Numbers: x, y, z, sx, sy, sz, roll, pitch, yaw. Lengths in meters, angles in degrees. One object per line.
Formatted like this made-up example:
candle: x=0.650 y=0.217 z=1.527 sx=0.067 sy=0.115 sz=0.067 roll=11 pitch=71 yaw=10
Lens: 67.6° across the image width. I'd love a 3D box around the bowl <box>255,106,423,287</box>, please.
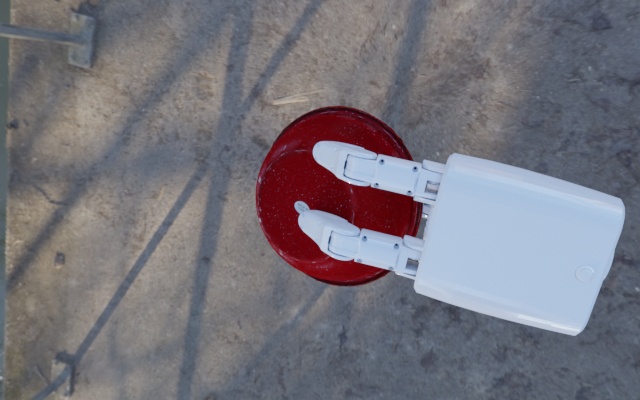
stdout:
bowl: x=-0.001 y=0.001 z=0.404 sx=0.162 sy=0.162 sz=0.055 roll=0 pitch=8 yaw=30
